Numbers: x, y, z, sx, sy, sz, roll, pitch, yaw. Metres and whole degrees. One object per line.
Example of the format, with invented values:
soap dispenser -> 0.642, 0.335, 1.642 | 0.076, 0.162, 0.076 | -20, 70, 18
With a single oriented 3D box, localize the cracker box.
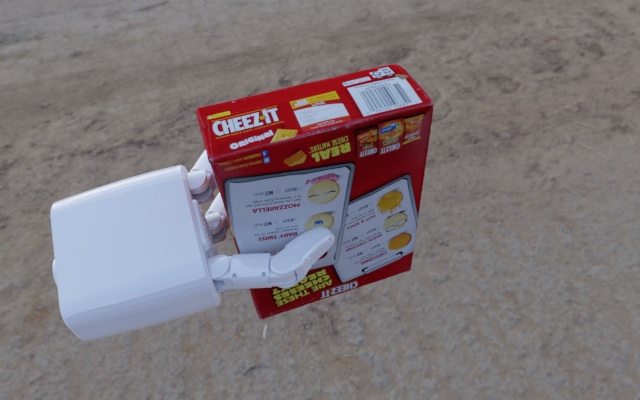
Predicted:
cracker box -> 0.000, 0.001, 0.419 | 0.164, 0.072, 0.214 | -16, -41, -10
